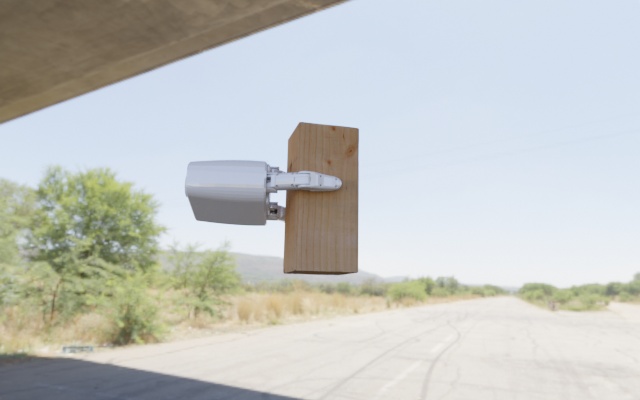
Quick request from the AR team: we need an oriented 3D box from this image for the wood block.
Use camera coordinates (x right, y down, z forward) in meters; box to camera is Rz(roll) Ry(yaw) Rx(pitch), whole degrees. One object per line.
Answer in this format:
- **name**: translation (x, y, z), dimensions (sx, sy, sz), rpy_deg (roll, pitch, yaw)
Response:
- **wood block**: translation (0.000, 0.002, 0.692), dimensions (0.090, 0.206, 0.091), rpy_deg (4, -11, -15)
